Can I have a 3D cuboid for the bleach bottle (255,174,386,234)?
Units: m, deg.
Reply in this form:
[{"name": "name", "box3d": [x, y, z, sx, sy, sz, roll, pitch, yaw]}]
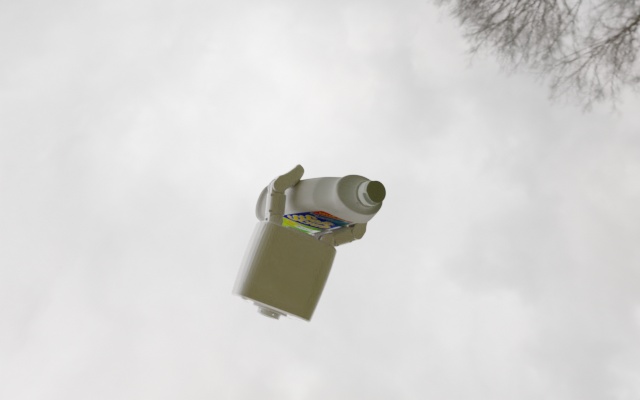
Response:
[{"name": "bleach bottle", "box3d": [0.000, 0.002, 0.674, 0.102, 0.068, 0.251, 25, -19, -23]}]
